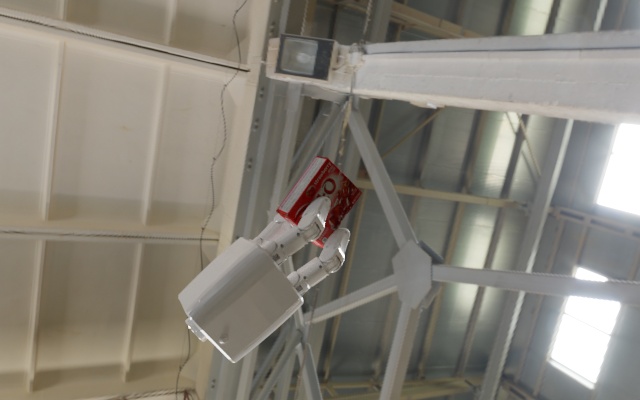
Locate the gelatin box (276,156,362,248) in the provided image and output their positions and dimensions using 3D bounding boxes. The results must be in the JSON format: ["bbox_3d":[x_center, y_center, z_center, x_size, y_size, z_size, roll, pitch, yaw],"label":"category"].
[{"bbox_3d":[0.000,0.002,0.591,0.073,0.089,0.030,43,-13,-32],"label":"gelatin box"}]
